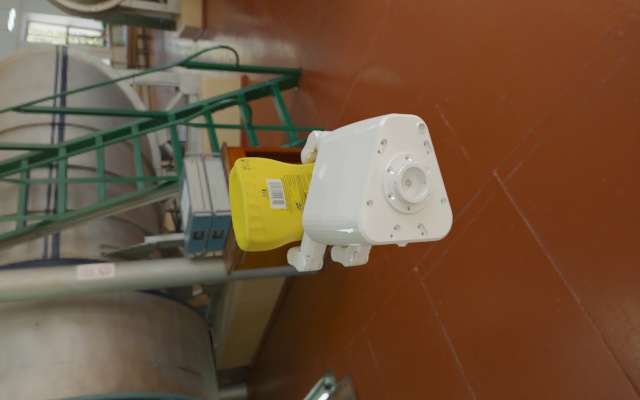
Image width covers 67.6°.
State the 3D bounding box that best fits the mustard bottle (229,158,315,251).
[{"bbox_3d":[0.000,0.002,0.529,0.191,0.096,0.058,-2,-24,-25],"label":"mustard bottle"}]
